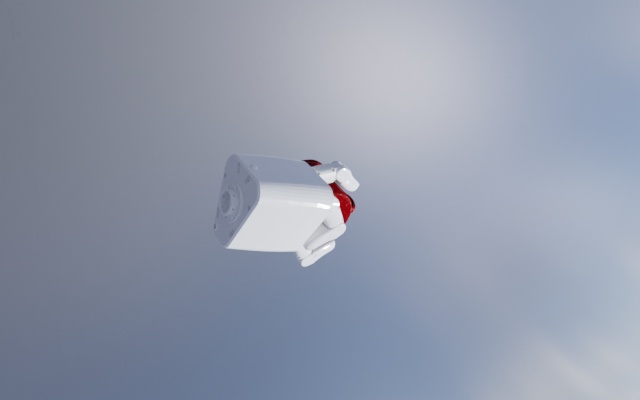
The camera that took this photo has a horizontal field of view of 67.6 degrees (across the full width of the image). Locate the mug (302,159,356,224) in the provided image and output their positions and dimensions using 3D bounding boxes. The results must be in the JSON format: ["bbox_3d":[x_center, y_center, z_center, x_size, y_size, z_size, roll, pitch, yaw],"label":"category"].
[{"bbox_3d":[0.001,0.002,0.686,0.117,0.093,0.081,4,31,-38],"label":"mug"}]
